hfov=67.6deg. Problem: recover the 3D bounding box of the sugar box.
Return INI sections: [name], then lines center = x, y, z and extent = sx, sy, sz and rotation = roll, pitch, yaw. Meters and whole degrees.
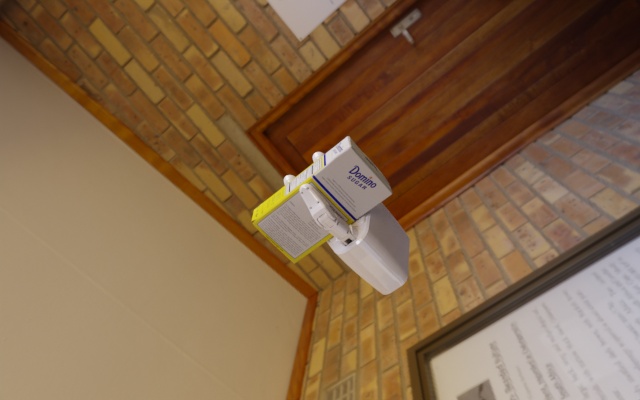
[sugar box]
center = 0.000, 0.002, 0.657
extent = 0.176, 0.093, 0.048
rotation = -37, 24, 16
